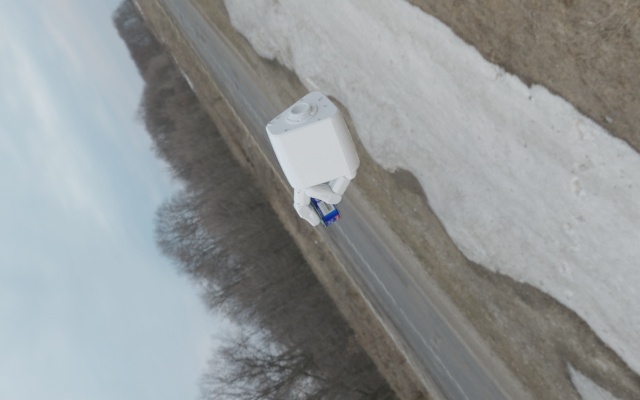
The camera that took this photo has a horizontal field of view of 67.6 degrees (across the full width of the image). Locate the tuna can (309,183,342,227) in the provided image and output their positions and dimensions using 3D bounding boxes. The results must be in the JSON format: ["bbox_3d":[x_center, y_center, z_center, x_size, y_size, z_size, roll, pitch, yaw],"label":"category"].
[{"bbox_3d":[0.000,0.003,0.832,0.034,0.086,0.086,-32,3,-6],"label":"tuna can"}]
